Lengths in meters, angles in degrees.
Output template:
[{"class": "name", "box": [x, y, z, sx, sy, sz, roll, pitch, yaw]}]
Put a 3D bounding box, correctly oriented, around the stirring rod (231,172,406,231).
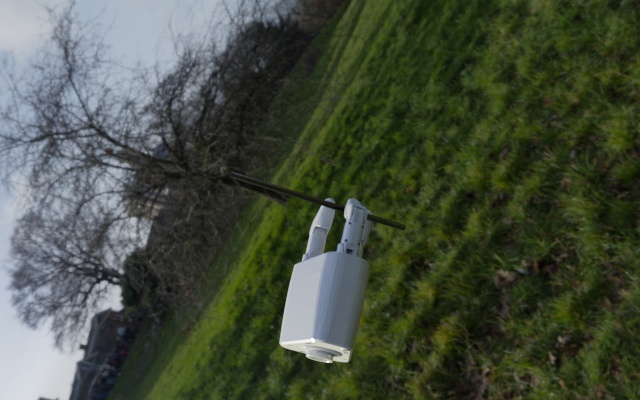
[{"class": "stirring rod", "box": [0.000, 0.002, 0.627, 0.239, 0.011, 0.011, 17, -3, -9]}]
